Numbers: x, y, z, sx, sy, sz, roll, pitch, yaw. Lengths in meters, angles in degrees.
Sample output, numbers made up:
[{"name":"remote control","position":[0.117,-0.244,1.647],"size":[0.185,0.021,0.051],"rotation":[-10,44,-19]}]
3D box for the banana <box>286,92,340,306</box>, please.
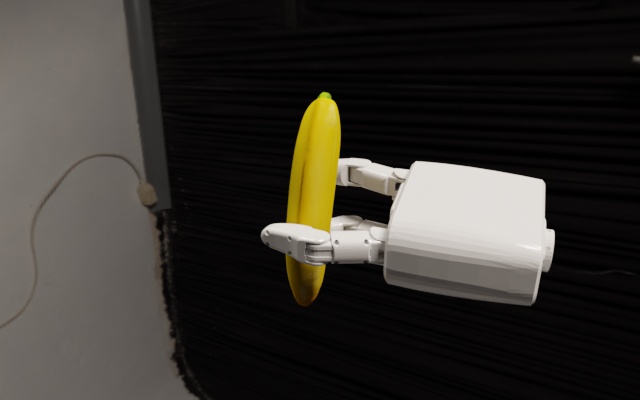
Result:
[{"name":"banana","position":[-0.004,-0.003,0.411],"size":[0.037,0.198,0.069],"rotation":[7,-2,15]}]
